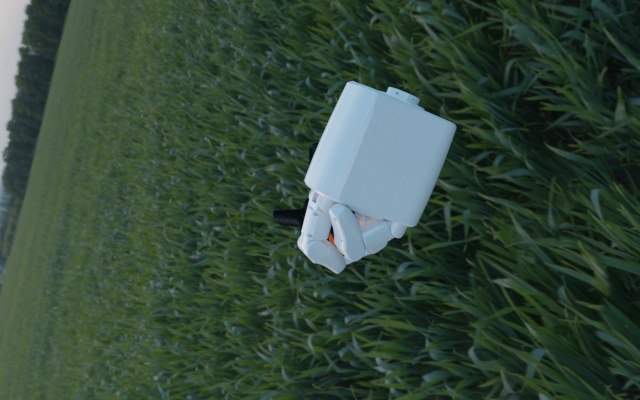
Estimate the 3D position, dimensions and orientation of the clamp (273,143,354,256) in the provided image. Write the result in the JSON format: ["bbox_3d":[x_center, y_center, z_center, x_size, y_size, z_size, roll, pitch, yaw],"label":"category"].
[{"bbox_3d":[0.000,0.002,0.565,0.039,0.120,0.171,13,14,-32],"label":"clamp"}]
